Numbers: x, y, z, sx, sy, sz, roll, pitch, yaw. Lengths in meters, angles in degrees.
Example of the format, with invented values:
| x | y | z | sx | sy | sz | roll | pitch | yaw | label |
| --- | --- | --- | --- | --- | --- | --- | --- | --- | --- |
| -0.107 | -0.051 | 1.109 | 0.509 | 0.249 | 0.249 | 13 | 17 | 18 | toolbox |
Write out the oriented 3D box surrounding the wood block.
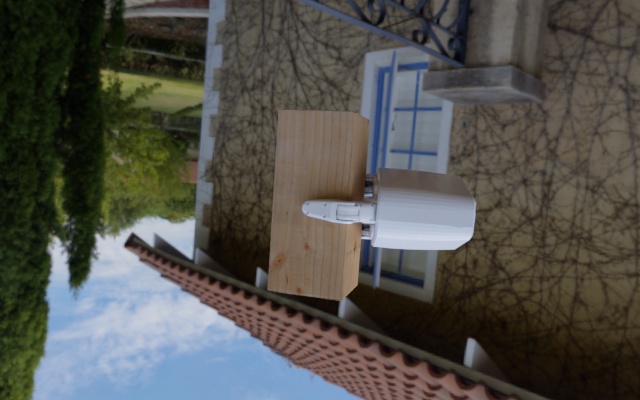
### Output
| x | y | z | sx | sy | sz | roll | pitch | yaw | label |
| --- | --- | --- | --- | --- | --- | --- | --- | --- | --- |
| 0.000 | 0.002 | 0.565 | 0.090 | 0.206 | 0.091 | 5 | 4 | 16 | wood block |
